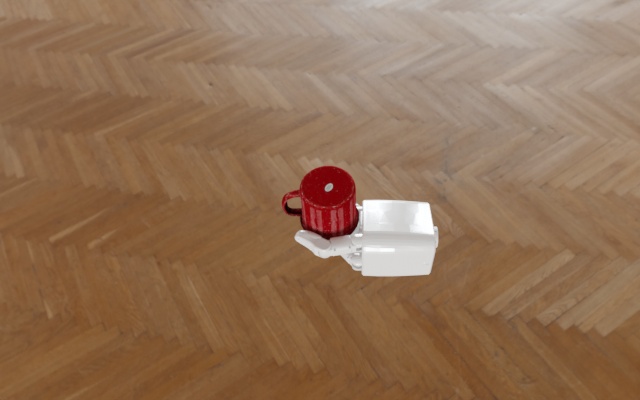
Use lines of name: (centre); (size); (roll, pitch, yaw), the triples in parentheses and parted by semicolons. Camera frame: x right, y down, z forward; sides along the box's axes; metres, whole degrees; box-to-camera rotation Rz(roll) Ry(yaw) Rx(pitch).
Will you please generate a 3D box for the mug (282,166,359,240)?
mug: (-0.001, 0.002, 0.715); (0.117, 0.093, 0.082); (0, -36, 4)
